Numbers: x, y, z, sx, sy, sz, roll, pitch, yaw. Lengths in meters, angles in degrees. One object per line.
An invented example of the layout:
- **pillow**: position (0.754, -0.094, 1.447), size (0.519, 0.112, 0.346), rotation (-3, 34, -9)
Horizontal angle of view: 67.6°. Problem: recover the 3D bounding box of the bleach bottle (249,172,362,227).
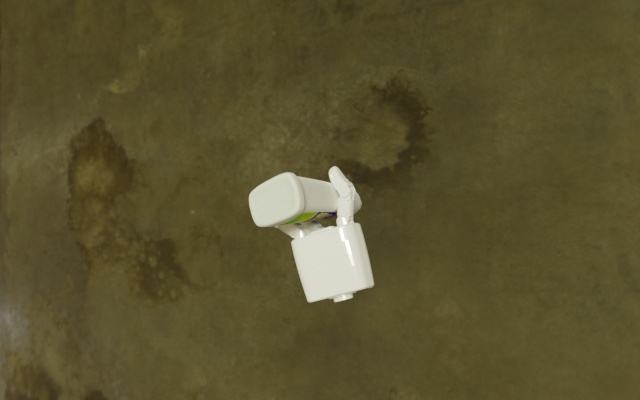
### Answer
- **bleach bottle**: position (0.000, 0.003, 0.806), size (0.102, 0.068, 0.251), rotation (-23, -14, 33)
